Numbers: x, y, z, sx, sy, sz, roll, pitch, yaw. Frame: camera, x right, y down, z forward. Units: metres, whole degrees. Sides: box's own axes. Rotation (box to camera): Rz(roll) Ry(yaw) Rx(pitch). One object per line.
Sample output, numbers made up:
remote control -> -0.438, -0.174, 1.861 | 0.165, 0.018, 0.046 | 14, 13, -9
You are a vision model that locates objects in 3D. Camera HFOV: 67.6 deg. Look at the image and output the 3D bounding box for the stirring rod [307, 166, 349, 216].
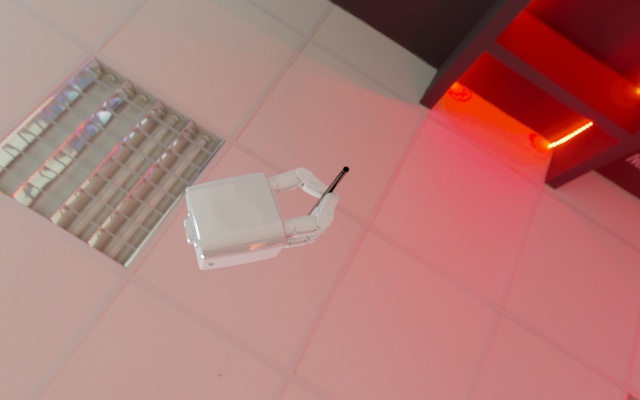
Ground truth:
stirring rod -> 0.000, 0.002, 0.687 | 0.011, 0.011, 0.240 | 0, -19, -16
